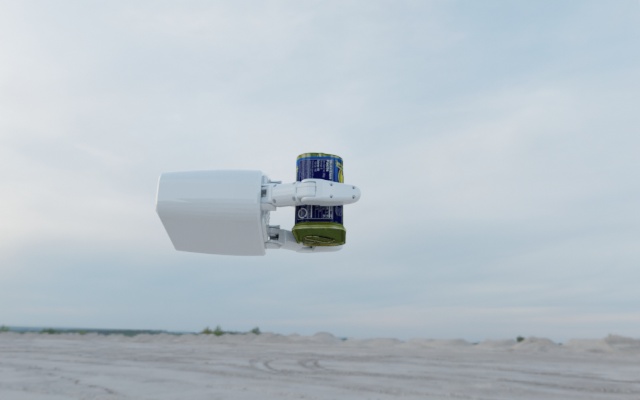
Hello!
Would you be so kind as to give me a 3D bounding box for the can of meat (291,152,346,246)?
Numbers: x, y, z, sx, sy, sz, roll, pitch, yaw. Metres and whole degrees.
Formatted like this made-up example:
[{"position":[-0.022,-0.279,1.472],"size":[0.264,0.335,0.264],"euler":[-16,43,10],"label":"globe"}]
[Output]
[{"position":[0.000,0.001,0.538],"size":[0.057,0.084,0.102],"euler":[0,-16,3],"label":"can of meat"}]
